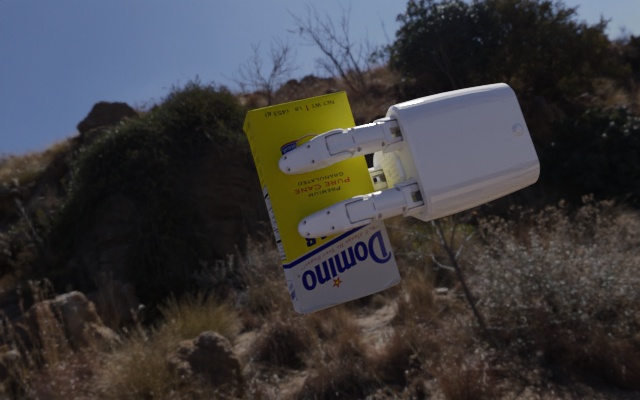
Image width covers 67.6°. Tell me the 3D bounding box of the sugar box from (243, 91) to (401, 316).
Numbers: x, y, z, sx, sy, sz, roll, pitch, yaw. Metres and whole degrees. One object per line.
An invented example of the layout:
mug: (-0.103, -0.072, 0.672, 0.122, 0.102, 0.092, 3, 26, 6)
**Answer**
sugar box: (0.000, 0.001, 0.418, 0.093, 0.176, 0.048, -16, -7, -14)
